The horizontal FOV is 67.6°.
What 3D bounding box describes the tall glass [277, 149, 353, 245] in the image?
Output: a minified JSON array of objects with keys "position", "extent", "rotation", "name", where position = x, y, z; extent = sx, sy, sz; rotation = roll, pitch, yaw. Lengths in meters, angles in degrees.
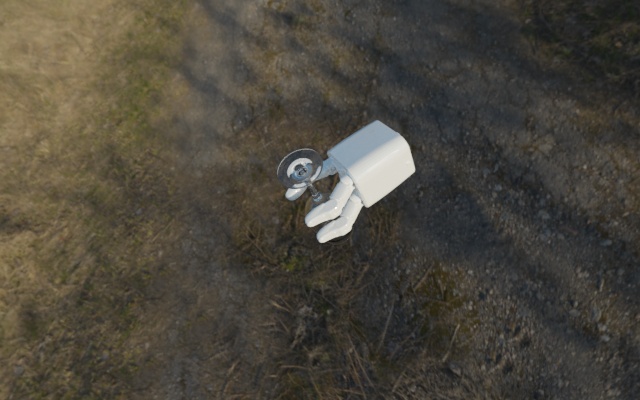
[{"position":[0.000,0.002,0.803],"extent":[0.079,0.079,0.201],"rotation":[0,-32,21],"name":"tall glass"}]
